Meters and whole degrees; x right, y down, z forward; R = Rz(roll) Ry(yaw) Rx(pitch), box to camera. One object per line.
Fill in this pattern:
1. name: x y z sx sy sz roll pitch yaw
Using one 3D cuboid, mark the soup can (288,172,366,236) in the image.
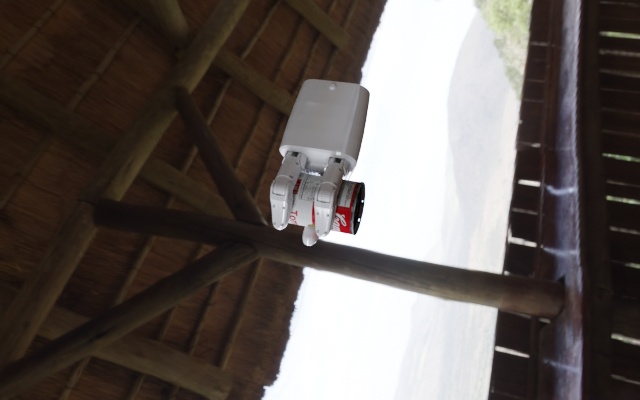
1. soup can: 0.000 0.002 0.602 0.102 0.068 0.068 10 2 14
